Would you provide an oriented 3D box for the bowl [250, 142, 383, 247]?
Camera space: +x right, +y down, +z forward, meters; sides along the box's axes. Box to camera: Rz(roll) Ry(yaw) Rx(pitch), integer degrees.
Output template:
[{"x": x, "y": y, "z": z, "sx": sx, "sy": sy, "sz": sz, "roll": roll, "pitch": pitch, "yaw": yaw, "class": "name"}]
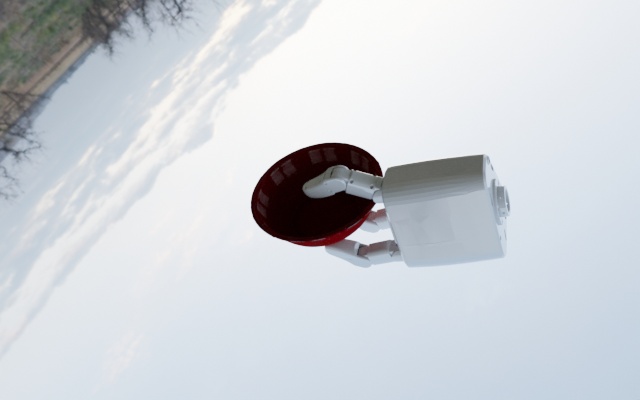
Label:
[{"x": -0.001, "y": 0.002, "z": 0.579, "sx": 0.162, "sy": 0.162, "sz": 0.055, "roll": 0, "pitch": -42, "yaw": 19, "class": "bowl"}]
